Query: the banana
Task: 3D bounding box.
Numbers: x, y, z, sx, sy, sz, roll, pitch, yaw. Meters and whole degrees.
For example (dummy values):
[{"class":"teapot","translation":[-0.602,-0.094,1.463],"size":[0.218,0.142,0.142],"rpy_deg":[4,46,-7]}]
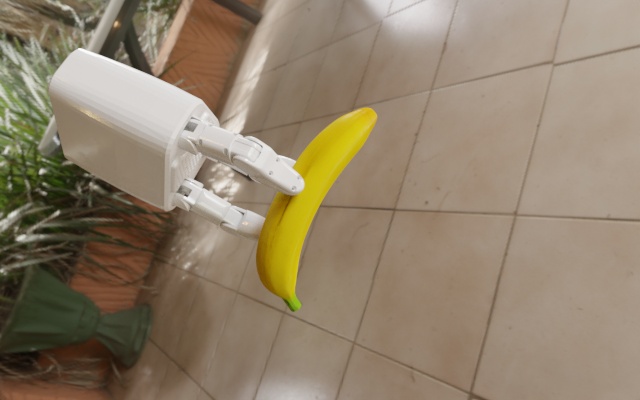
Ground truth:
[{"class":"banana","translation":[-0.010,0.001,0.415],"size":[0.037,0.198,0.069],"rpy_deg":[26,4,31]}]
